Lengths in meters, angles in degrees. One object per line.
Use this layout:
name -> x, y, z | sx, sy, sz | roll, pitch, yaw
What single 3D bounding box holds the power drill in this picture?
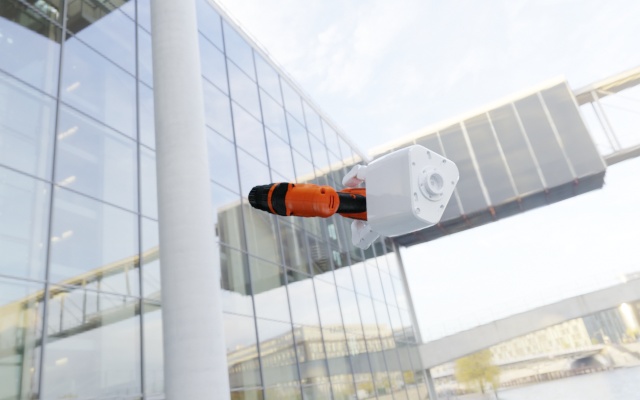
power drill -> 0.001, 0.002, 0.767 | 0.187, 0.057, 0.184 | 2, 3, -44
